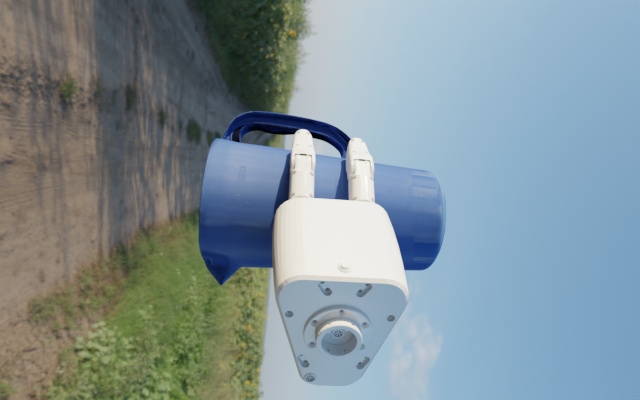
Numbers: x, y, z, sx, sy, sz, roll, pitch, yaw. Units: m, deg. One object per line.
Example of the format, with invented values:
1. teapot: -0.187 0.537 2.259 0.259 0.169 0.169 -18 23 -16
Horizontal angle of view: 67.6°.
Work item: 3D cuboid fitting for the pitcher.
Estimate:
1. pitcher: 0.000 0.002 0.506 0.243 0.149 0.145 5 27 -5
